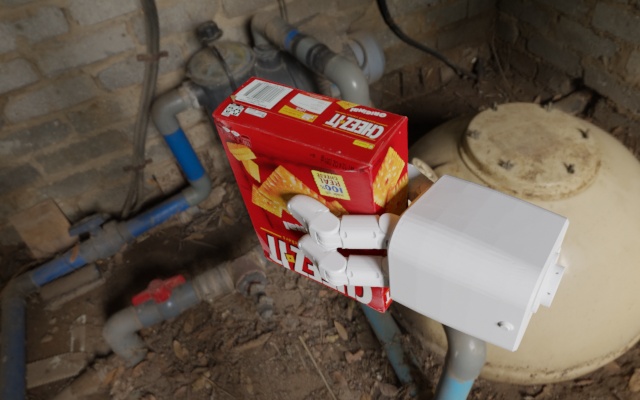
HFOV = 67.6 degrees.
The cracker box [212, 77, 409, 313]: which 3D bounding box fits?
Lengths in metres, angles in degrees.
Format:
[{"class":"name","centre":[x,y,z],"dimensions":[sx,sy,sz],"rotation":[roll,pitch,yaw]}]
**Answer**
[{"class":"cracker box","centre":[0.000,0.001,0.467],"dimensions":[0.164,0.214,0.072],"rotation":[21,54,28]}]
